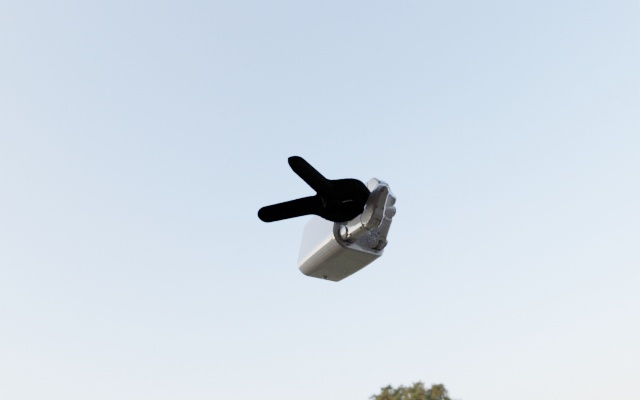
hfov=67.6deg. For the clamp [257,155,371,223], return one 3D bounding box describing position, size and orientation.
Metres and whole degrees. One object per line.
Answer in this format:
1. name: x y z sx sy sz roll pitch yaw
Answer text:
1. clamp: 0.000 0.002 0.660 0.171 0.039 0.120 18 -43 -32
